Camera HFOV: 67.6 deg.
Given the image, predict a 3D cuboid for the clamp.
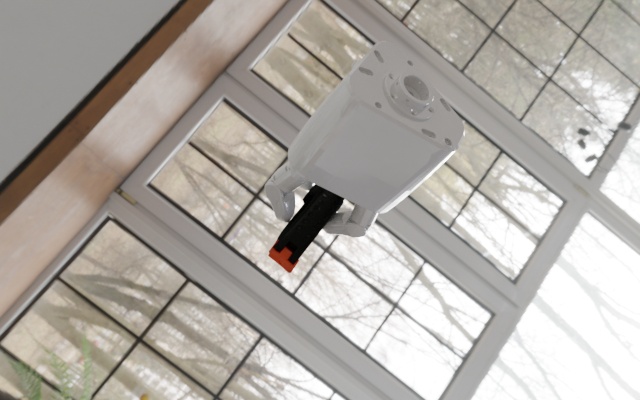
[{"bbox_3d":[0.001,0.002,0.519,0.210,0.036,0.165,-54,6,-39],"label":"clamp"}]
